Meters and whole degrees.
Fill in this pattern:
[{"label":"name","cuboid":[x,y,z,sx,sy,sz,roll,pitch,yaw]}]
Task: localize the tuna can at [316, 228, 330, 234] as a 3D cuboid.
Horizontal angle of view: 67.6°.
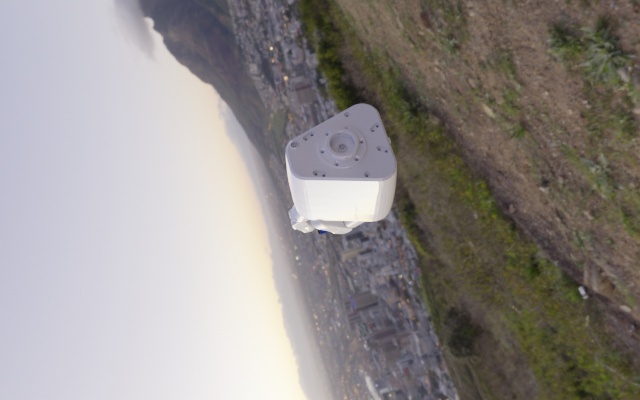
[{"label":"tuna can","cuboid":[0.000,0.002,0.655,0.034,0.086,0.086,-18,0,-2]}]
